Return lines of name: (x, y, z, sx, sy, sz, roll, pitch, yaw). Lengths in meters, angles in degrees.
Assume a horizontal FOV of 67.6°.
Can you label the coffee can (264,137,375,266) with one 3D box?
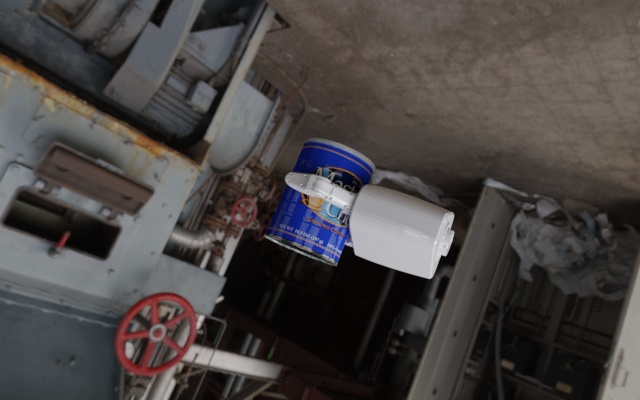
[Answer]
coffee can: (0.000, 0.002, 0.632, 0.103, 0.140, 0.103, 22, -10, 4)
